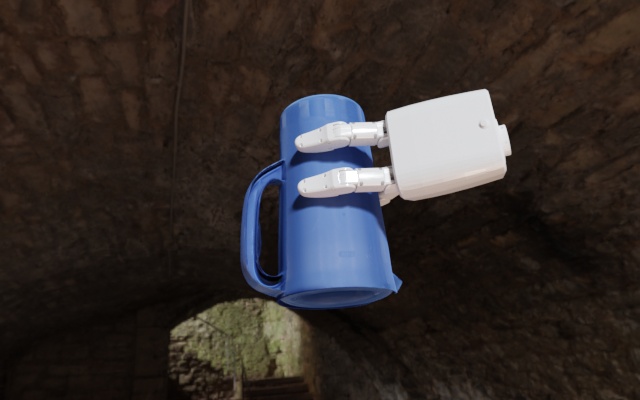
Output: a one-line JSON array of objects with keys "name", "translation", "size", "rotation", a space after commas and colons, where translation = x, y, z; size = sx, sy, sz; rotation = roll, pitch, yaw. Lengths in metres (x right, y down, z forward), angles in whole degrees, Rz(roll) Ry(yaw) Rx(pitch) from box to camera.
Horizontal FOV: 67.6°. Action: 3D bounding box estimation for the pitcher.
[{"name": "pitcher", "translation": [0.000, 0.002, 0.561], "size": [0.145, 0.242, 0.149], "rotation": [-13, -23, 21]}]
